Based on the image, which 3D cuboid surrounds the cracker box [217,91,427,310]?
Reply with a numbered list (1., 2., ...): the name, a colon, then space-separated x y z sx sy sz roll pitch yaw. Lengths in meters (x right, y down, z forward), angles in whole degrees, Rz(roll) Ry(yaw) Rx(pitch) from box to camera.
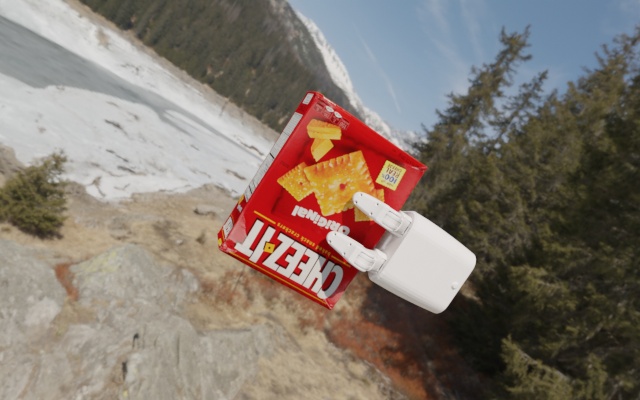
1. cracker box: 0.000 0.002 0.582 0.164 0.214 0.072 32 5 -16
